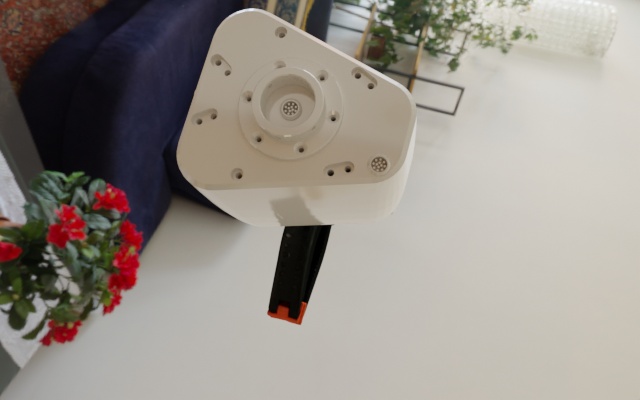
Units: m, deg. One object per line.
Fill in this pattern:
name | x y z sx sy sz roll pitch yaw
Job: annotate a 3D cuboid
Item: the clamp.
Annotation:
clamp | 0.001 0.002 0.423 0.036 0.210 0.164 13 -8 10
